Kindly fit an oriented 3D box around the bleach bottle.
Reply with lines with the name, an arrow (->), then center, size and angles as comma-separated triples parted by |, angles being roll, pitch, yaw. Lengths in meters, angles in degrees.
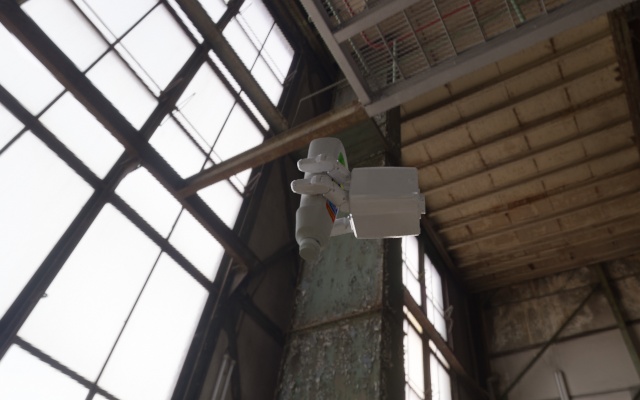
bleach bottle -> 0.000, 0.002, 0.793 | 0.068, 0.103, 0.250 | -3, 41, 12
